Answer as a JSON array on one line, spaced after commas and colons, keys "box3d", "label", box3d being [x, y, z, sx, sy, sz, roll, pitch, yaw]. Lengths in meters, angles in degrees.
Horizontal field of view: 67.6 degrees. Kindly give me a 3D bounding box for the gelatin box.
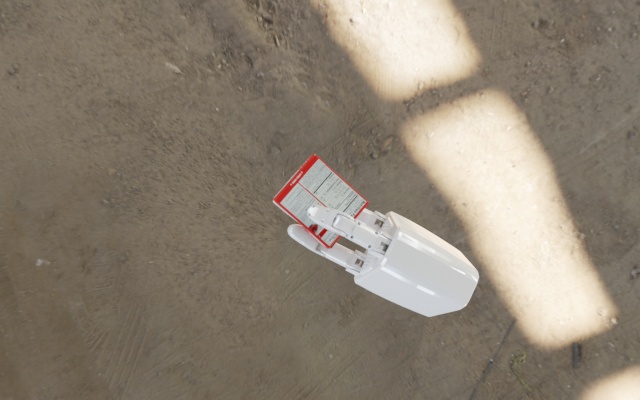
[{"box3d": [0.000, 0.002, 0.561, 0.089, 0.073, 0.030, 41, -7, -7], "label": "gelatin box"}]
